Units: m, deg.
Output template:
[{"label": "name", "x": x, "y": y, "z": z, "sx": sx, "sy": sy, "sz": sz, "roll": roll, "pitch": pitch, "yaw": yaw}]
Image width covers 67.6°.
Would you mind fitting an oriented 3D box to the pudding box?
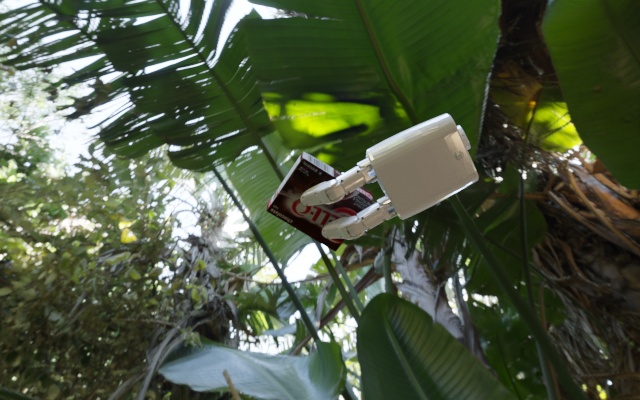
[{"label": "pudding box", "x": 0.000, "y": 0.002, "z": 0.627, "sx": 0.113, "sy": 0.090, "sz": 0.039, "roll": 32, "pitch": 21, "yaw": -10}]
